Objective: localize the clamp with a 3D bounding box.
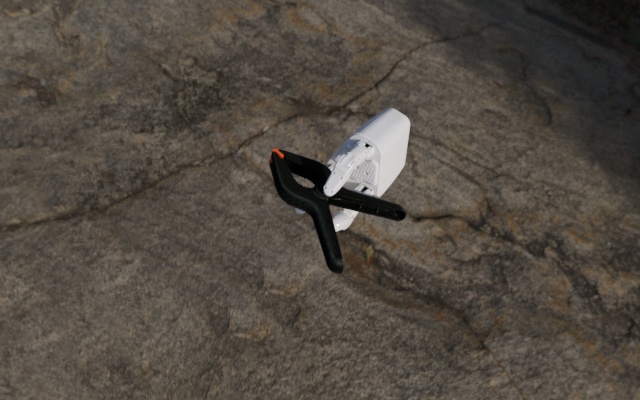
[{"bbox_3d":[0.000,0.001,0.667,0.210,0.036,0.164,35,45,13],"label":"clamp"}]
